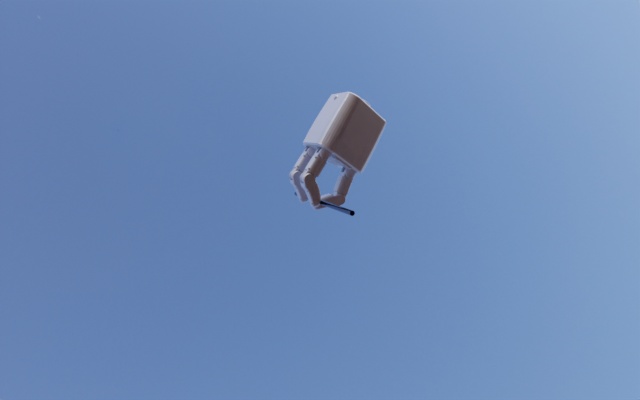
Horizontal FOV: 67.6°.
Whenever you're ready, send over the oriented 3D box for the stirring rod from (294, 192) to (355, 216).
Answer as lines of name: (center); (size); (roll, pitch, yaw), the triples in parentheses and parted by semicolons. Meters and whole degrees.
stirring rod: (0.000, 0.003, 0.806); (0.011, 0.011, 0.239); (0, 8, -23)
